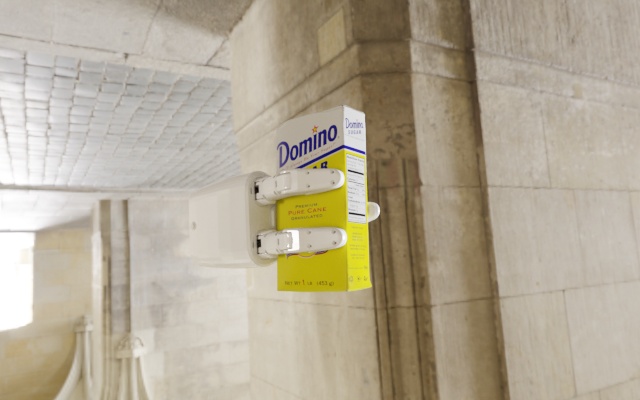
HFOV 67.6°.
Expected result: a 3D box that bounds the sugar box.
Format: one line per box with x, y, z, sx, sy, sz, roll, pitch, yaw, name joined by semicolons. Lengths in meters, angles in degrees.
0.000;0.002;0.479;0.093;0.176;0.048;-9;-9;39;sugar box
